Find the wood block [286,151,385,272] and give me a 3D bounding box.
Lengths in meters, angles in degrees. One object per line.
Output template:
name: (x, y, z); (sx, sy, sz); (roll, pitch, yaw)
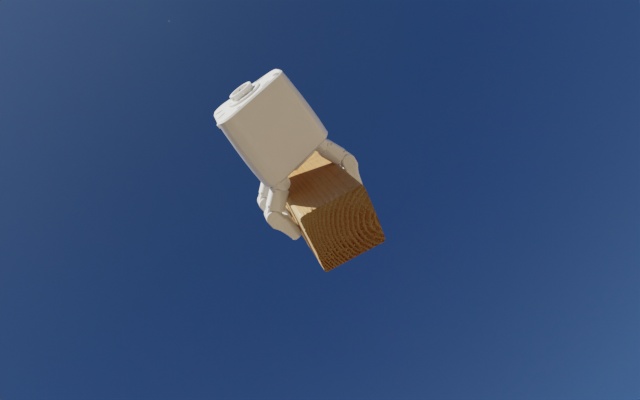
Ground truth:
wood block: (0.000, 0.002, 0.681); (0.091, 0.090, 0.206); (-28, 26, -6)
